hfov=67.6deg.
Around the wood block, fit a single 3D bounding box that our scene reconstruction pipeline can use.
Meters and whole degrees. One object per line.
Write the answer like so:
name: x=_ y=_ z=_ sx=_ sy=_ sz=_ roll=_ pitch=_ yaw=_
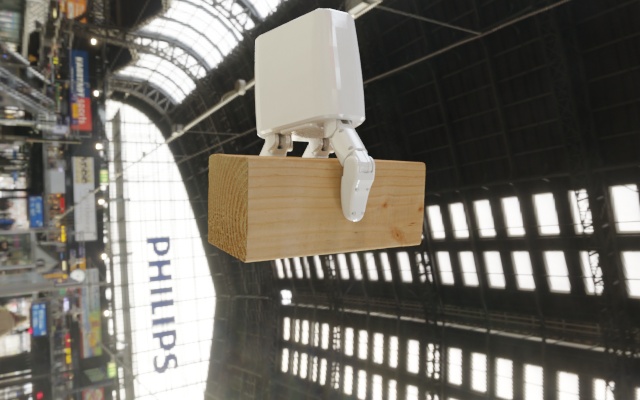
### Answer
wood block: x=0.000 y=0.001 z=0.486 sx=0.206 sy=0.090 sz=0.091 roll=-2 pitch=7 yaw=-33
